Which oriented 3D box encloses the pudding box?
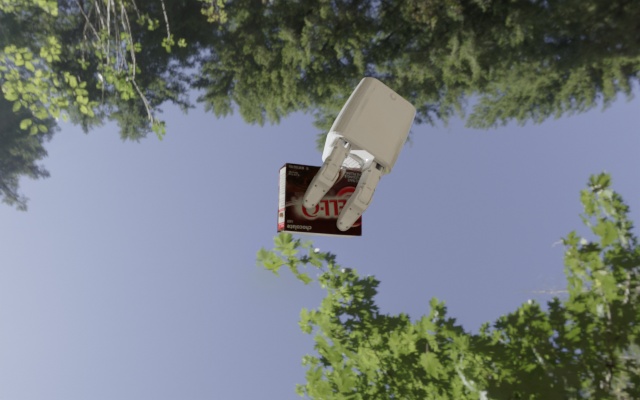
[{"bbox_3d":[0.000,0.002,0.639,0.113,0.090,0.039,4,-12,-19],"label":"pudding box"}]
